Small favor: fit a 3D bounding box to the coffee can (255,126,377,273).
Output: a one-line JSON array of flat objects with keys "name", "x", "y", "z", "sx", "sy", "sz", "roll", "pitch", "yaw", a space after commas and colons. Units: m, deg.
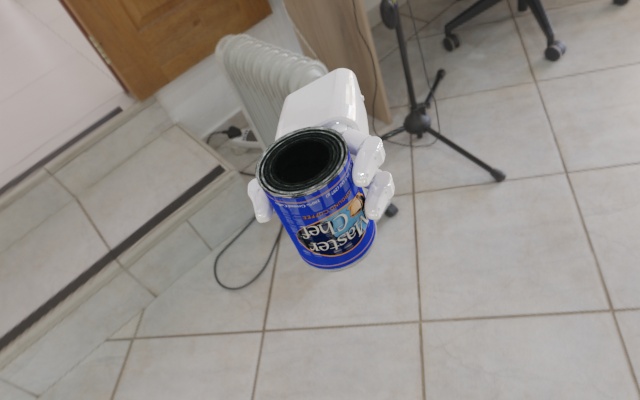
[{"name": "coffee can", "x": 0.000, "y": 0.002, "z": 0.545, "sx": 0.103, "sy": 0.102, "sz": 0.140, "roll": 0, "pitch": -40, "yaw": 23}]
